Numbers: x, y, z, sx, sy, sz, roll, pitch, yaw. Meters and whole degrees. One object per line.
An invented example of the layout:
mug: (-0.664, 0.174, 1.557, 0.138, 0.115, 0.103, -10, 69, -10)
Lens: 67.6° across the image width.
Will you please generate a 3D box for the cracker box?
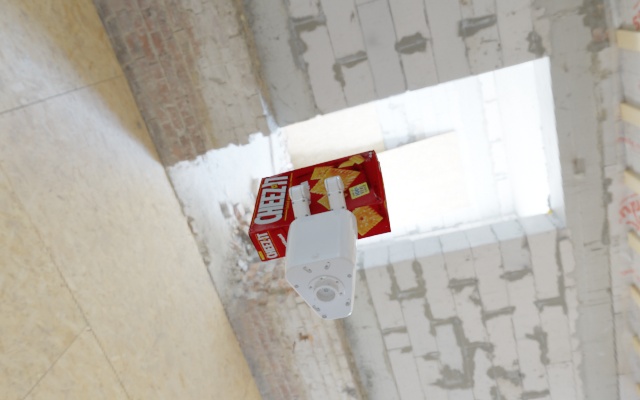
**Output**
cracker box: (0.000, 0.003, 0.786, 0.214, 0.072, 0.164, -13, 33, 11)
